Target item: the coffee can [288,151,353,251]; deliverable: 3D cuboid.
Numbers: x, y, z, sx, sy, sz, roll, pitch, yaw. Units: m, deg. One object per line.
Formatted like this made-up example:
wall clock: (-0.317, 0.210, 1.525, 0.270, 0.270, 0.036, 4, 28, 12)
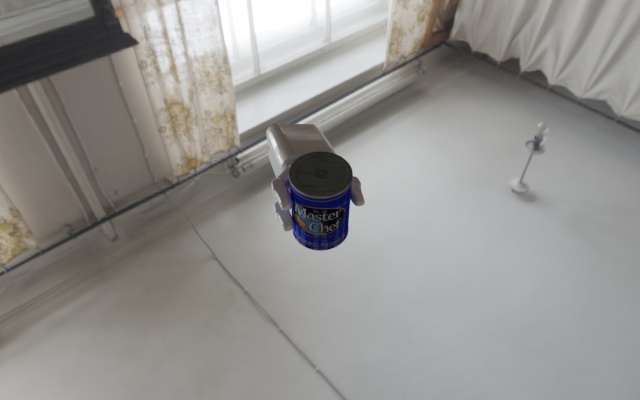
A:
coffee can: (0.000, 0.003, 0.809, 0.103, 0.102, 0.140, 0, -42, 0)
